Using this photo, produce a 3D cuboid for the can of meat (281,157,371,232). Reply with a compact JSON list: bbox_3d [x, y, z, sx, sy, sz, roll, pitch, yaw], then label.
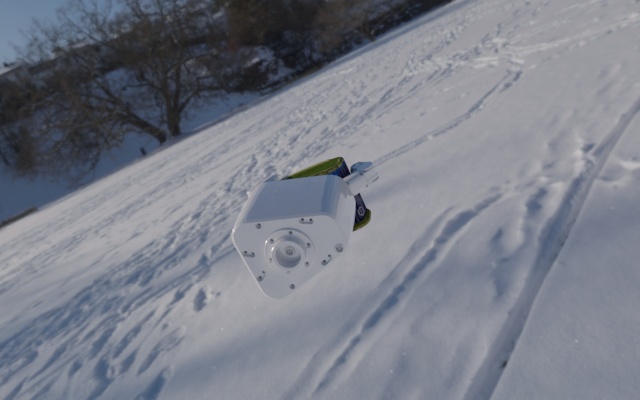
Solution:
[{"bbox_3d":[0.000,0.002,0.597,0.102,0.084,0.057,-22,17,16],"label":"can of meat"}]
